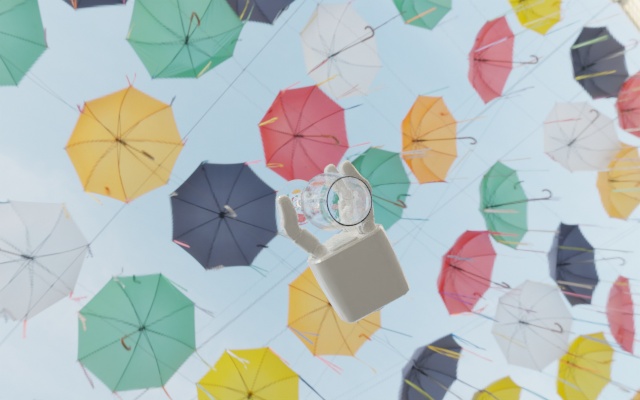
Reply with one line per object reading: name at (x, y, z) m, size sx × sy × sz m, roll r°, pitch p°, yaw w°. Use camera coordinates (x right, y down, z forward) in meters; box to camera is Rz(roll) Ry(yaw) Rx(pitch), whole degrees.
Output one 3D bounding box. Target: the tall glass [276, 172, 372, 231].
tall glass at (0.000, 0.002, 0.671) m, size 0.079 × 0.079 × 0.201 m, roll 0°, pitch -1°, yaw -21°
